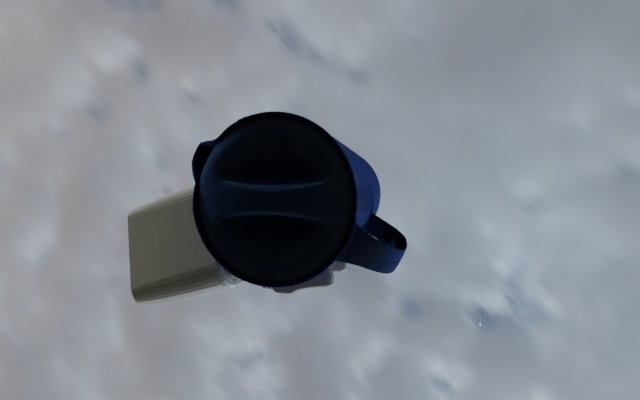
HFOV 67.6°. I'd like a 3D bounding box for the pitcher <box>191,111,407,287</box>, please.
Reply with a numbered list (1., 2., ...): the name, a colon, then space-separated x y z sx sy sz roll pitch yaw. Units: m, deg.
1. pitcher: 0.000 0.002 0.468 0.145 0.149 0.243 -19 -3 15
